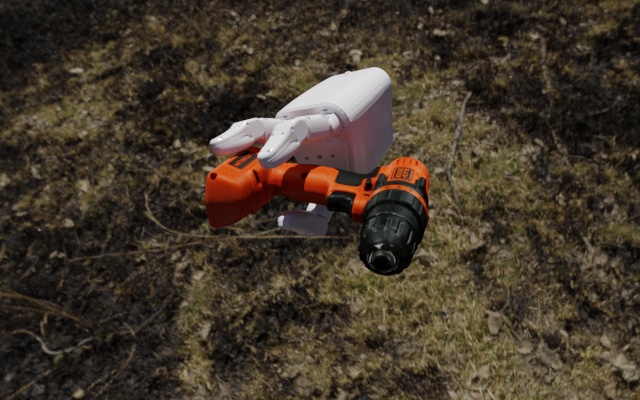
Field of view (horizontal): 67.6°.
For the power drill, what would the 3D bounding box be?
[{"bbox_3d":[0.000,0.001,0.419,0.187,0.057,0.184,8,22,13],"label":"power drill"}]
